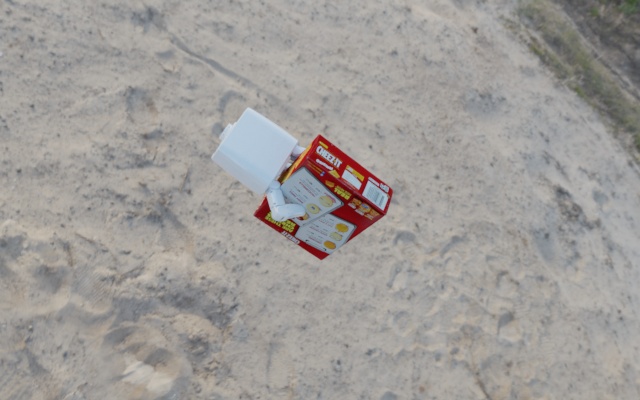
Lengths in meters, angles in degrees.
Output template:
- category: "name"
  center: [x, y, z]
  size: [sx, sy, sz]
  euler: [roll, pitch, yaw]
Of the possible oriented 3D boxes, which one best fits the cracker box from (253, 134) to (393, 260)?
- category: "cracker box"
  center: [0.000, 0.003, 0.855]
  size: [0.164, 0.072, 0.214]
  euler: [35, -40, -12]
